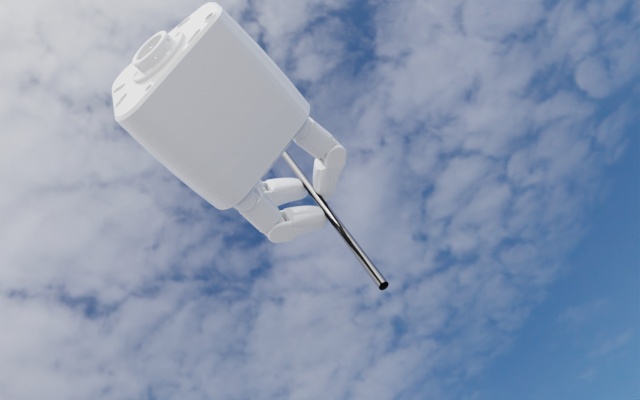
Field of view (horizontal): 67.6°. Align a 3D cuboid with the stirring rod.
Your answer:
[{"bbox_3d":[0.000,0.001,0.436,0.011,0.011,0.239,0,30,-26],"label":"stirring rod"}]
